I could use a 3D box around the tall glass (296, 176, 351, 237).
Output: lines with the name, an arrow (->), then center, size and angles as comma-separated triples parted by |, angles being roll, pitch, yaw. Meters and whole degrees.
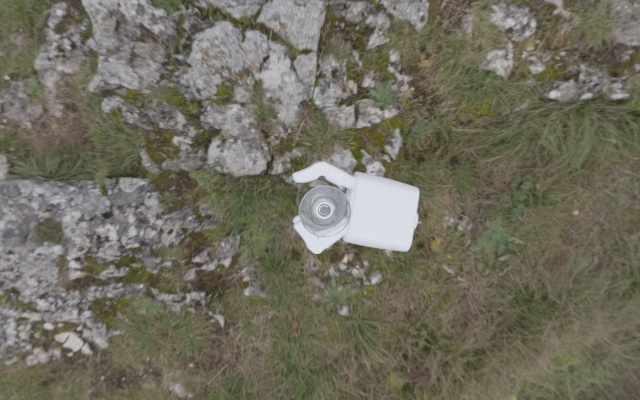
tall glass -> 0.000, 0.003, 0.773 | 0.079, 0.079, 0.201 | 0, 8, -4
